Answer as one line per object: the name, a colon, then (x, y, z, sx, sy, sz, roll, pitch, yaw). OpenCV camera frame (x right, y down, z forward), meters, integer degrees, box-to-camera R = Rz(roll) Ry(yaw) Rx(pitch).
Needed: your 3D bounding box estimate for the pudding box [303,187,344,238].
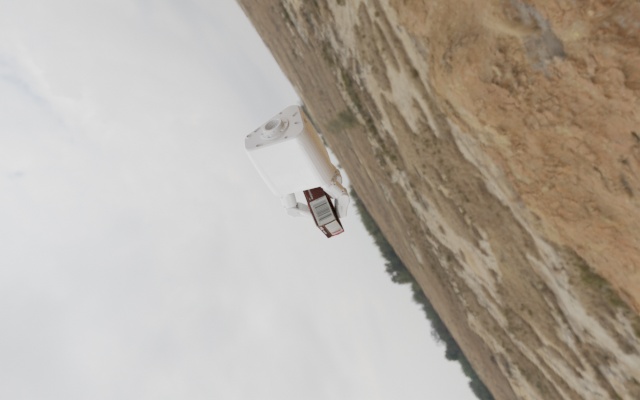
pudding box: (0.000, 0.003, 0.850, 0.039, 0.113, 0.090, -23, -20, 6)
